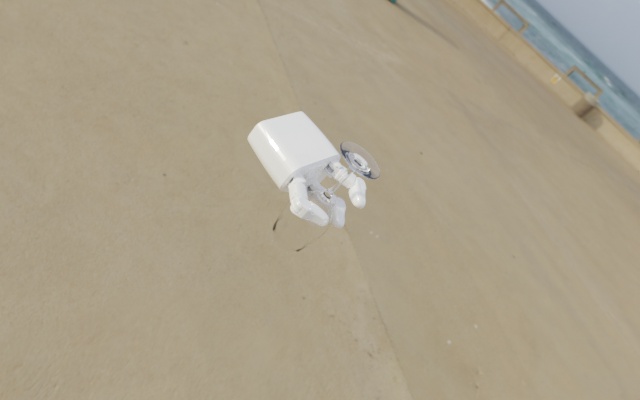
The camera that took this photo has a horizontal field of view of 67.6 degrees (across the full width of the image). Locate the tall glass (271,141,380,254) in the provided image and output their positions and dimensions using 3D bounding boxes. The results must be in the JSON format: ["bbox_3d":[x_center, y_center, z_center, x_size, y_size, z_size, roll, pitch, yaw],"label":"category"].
[{"bbox_3d":[0.001,0.002,0.747,0.079,0.079,0.201,0,-39,-48],"label":"tall glass"}]
